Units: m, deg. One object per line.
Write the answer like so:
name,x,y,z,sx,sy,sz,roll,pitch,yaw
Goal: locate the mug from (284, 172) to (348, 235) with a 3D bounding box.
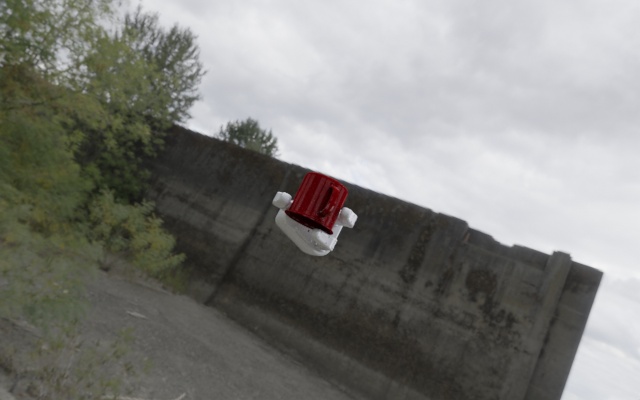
mug,0.001,0.002,0.819,0.093,0.081,0.117,29,-13,-15
